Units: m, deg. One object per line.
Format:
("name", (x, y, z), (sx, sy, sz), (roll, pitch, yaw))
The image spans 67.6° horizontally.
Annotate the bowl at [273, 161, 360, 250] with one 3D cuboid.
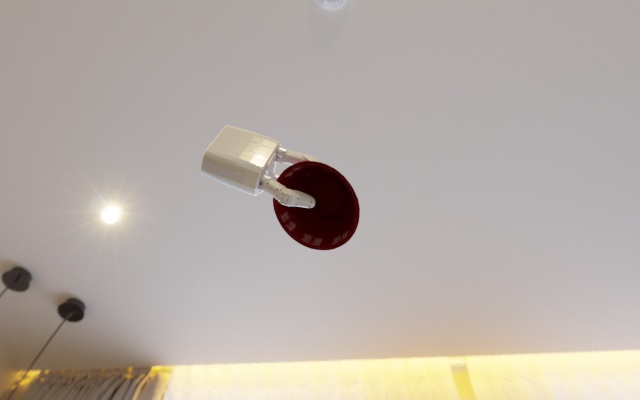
("bowl", (0.001, 0.003, 0.828), (0.162, 0.162, 0.055), (0, 20, 25))
